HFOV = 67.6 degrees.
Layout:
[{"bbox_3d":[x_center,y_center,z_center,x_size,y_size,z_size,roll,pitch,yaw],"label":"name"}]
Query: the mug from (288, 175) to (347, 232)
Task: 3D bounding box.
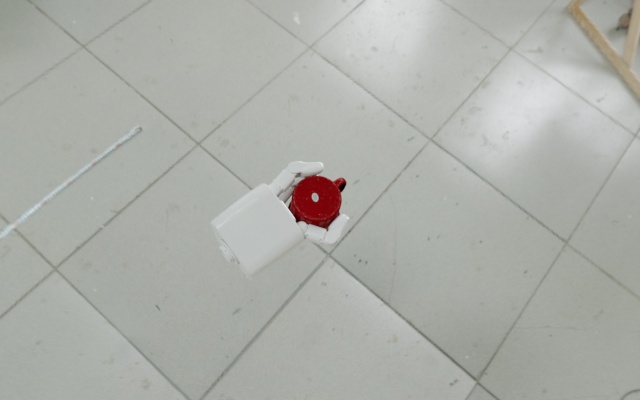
[{"bbox_3d":[0.001,0.002,0.803,0.117,0.093,0.081,-38,-14,-18],"label":"mug"}]
